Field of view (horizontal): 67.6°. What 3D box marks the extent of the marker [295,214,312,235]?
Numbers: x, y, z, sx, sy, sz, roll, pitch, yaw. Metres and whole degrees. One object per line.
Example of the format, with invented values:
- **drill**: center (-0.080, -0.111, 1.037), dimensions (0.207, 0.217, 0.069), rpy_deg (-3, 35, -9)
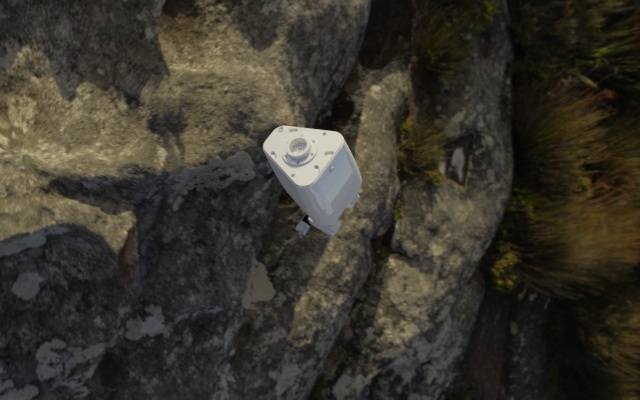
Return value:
- **marker**: center (0.000, 0.003, 0.785), dimensions (0.020, 0.121, 0.020), rpy_deg (32, -16, 10)
